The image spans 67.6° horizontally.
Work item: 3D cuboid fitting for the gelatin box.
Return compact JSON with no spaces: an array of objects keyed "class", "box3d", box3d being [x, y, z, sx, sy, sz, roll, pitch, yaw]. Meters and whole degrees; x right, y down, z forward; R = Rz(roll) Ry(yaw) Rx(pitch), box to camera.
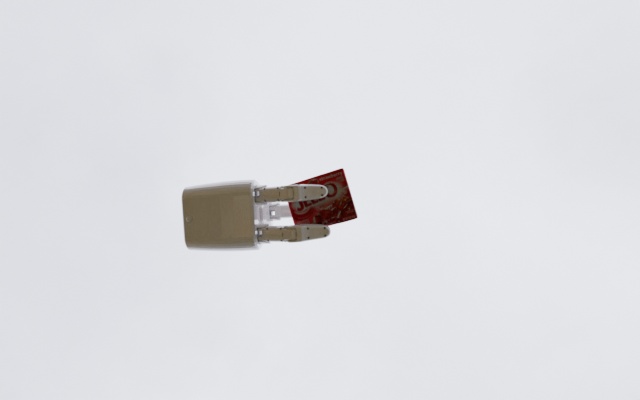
[{"class":"gelatin box","box3d":[0.000,0.002,0.669,0.089,0.073,0.030,-17,0,4]}]
